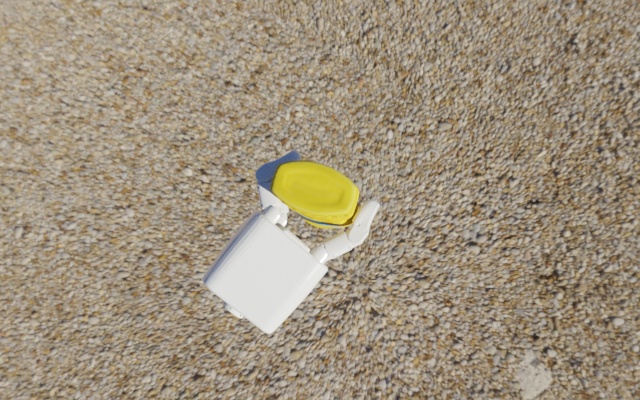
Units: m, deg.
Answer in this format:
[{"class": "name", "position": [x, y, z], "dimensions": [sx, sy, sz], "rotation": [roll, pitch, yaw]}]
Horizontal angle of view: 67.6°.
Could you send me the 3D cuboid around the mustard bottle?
[{"class": "mustard bottle", "position": [0.000, 0.002, 0.605], "dimensions": [0.096, 0.058, 0.192], "rotation": [15, -8, 7]}]
